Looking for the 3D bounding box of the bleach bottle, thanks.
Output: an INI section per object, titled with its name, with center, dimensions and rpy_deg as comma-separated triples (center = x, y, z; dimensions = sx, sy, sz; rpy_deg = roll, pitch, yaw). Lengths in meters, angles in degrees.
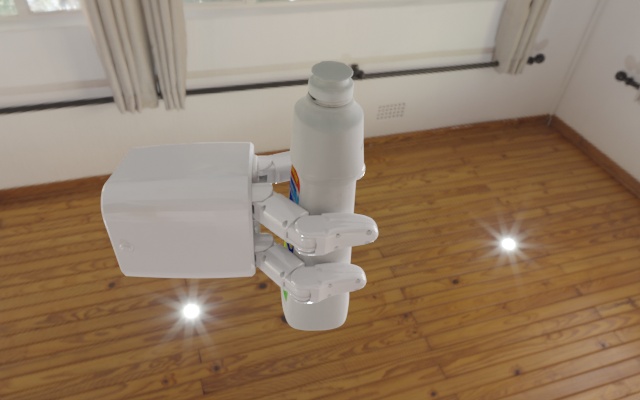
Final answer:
[bleach bottle]
center = 0.000, 0.001, 0.406
dimensions = 0.068, 0.251, 0.102
rpy_deg = -1, 42, -6
